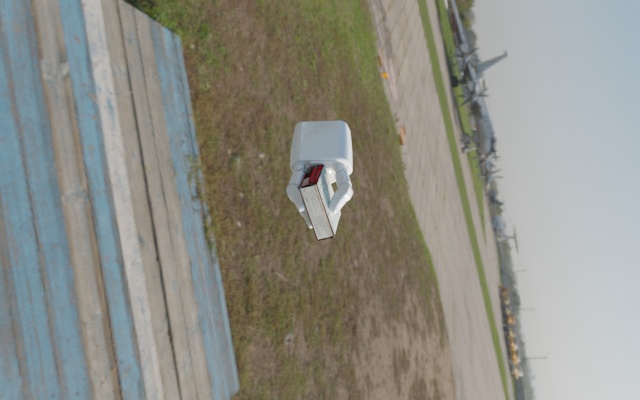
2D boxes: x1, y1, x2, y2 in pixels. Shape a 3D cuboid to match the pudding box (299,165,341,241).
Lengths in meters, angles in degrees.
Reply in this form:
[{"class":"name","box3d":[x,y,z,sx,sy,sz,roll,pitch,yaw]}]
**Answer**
[{"class":"pudding box","box3d":[0.000,0.003,0.869,0.039,0.113,0.090,-13,23,17]}]
